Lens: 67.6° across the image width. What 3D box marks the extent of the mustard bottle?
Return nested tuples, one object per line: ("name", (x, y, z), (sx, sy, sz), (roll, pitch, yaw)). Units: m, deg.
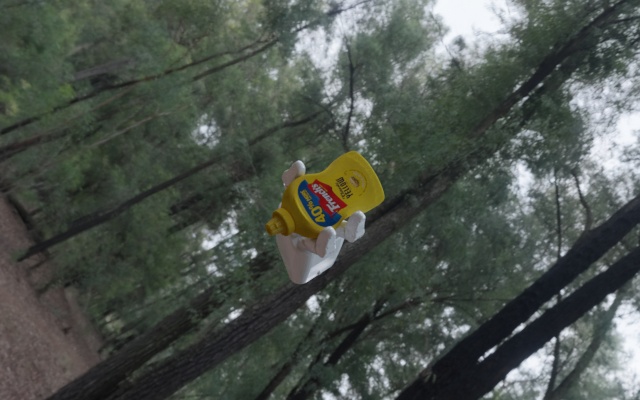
("mustard bottle", (0.000, 0.002, 0.717), (0.191, 0.096, 0.058), (-28, -4, -28))
